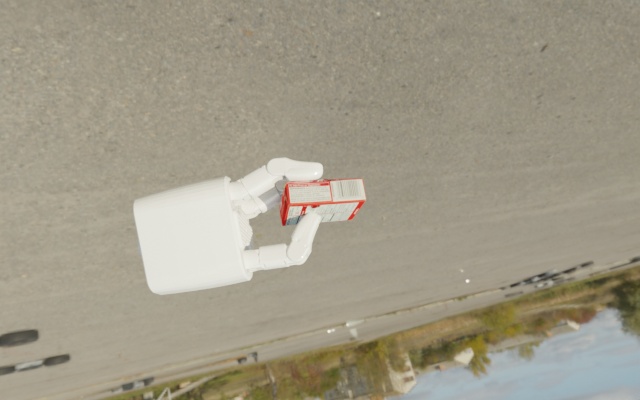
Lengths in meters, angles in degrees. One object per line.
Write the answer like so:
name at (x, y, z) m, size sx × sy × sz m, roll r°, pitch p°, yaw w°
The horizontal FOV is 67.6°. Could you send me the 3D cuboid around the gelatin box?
gelatin box at (0.000, 0.002, 0.544) m, size 0.089 × 0.030 × 0.073 m, roll -4°, pitch -19°, yaw -10°
